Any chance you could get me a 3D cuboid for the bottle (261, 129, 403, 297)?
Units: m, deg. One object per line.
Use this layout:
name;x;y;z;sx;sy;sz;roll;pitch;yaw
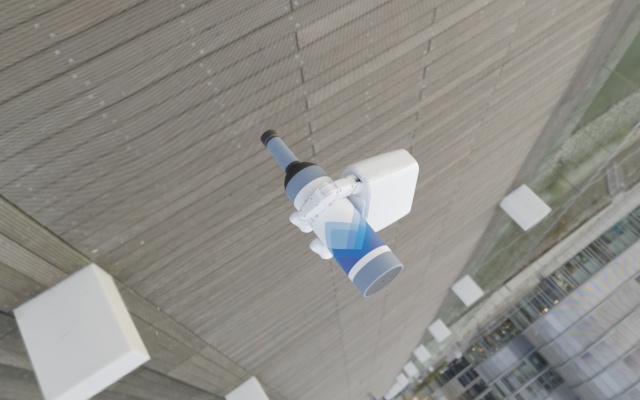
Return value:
bottle;0.000;0.002;0.691;0.069;0.295;0.069;-31;-26;-17
